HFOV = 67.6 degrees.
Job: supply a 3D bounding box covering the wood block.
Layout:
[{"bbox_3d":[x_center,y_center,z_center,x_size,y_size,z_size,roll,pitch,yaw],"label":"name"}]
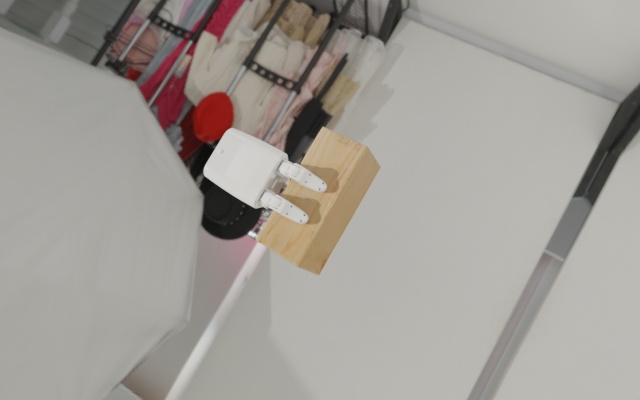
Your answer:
[{"bbox_3d":[0.000,0.003,0.760,0.090,0.206,0.091,28,-5,25],"label":"wood block"}]
